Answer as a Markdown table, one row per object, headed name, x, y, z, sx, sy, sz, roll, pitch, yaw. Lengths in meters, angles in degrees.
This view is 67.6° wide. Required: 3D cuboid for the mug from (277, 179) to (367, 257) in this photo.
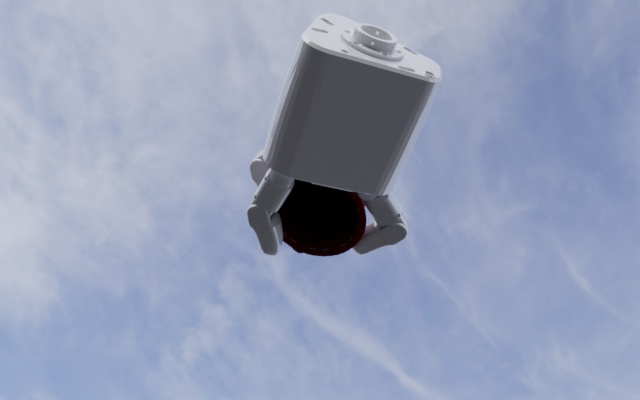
| name | x | y | z | sx | sy | sz | roll | pitch | yaw |
| --- | --- | --- | --- | --- | --- | --- | --- | --- | --- |
| mug | 0.000 | 0.003 | 0.466 | 0.093 | 0.117 | 0.081 | 22 | 36 | 0 |
